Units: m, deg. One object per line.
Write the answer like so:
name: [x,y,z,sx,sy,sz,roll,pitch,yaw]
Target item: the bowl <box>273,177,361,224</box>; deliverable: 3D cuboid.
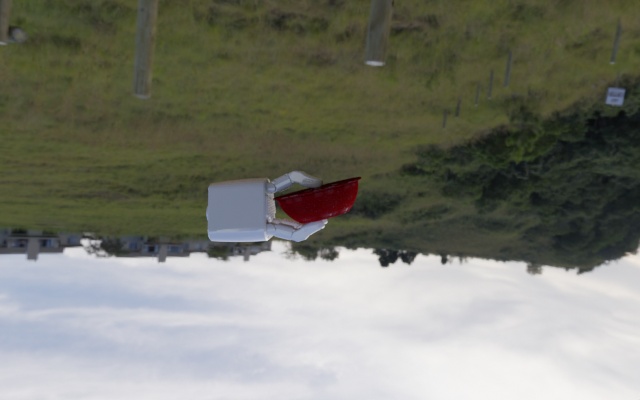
bowl: [0.001,0.003,0.843,0.162,0.055,0.162,-14,4,1]
